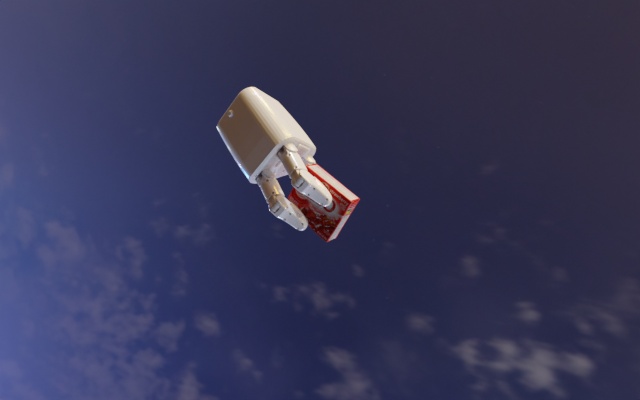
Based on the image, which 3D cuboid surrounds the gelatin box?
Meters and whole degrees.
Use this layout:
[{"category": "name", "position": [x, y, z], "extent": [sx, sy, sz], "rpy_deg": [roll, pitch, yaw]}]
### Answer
[{"category": "gelatin box", "position": [0.001, 0.002, 0.672], "extent": [0.089, 0.073, 0.030], "rpy_deg": [40, 27, 19]}]
